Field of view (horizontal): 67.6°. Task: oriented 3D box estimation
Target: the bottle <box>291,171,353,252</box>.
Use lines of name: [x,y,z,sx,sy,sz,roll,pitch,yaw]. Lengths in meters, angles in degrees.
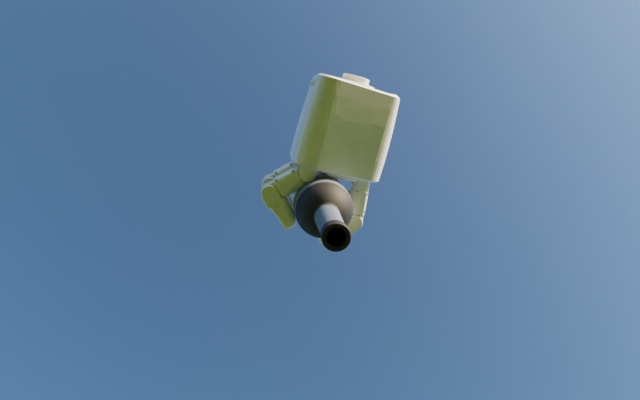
bottle: [0.000,0.002,0.575,0.069,0.069,0.295,0,13,-6]
